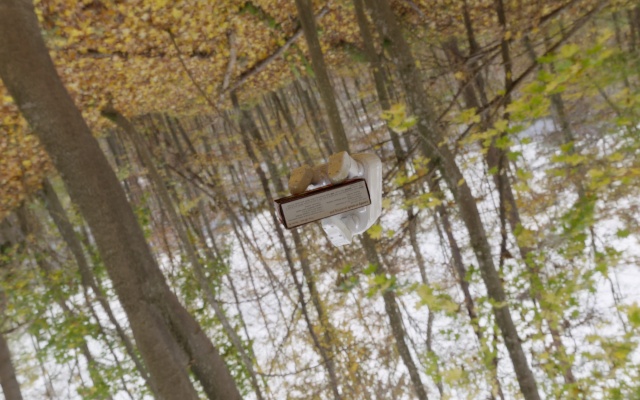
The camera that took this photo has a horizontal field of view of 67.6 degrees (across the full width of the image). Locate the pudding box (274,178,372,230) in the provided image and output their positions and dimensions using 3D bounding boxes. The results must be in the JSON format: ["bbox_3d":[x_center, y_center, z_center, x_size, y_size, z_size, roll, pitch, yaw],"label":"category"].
[{"bbox_3d":[0.000,0.002,0.611,0.113,0.039,0.090,-18,4,-8],"label":"pudding box"}]
